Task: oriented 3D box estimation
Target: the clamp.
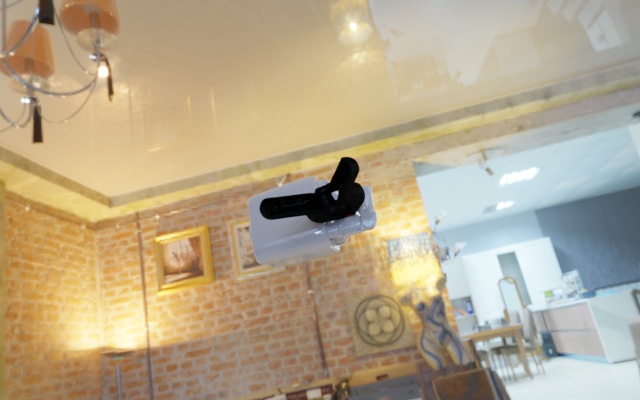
[{"bbox_3d":[0.000,0.001,0.581,0.120,0.039,0.171,-19,-18,7],"label":"clamp"}]
